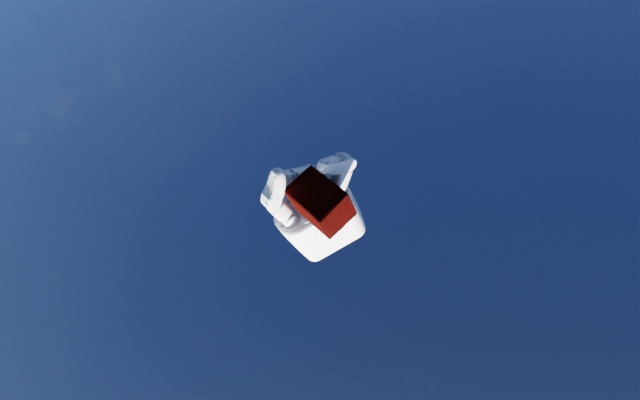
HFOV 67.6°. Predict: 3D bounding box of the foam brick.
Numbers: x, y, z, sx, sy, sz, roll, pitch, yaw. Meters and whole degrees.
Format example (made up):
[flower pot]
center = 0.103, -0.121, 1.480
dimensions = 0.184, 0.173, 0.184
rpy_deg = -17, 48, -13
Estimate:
[foam brick]
center = 0.000, 0.002, 0.623
dimensions = 0.078, 0.053, 0.051
rpy_deg = 40, -12, 35
